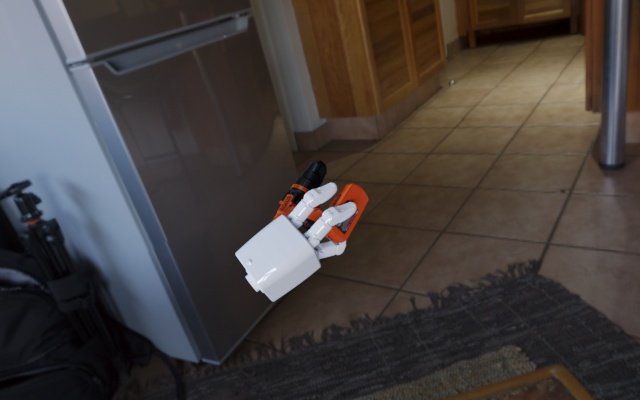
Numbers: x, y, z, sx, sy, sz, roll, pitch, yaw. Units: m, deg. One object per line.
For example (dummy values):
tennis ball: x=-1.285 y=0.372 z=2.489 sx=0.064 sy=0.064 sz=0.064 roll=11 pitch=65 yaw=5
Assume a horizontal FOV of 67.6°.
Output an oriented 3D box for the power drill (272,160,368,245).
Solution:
power drill: x=0.000 y=0.003 z=0.890 sx=0.057 sy=0.184 sz=0.187 roll=40 pitch=-19 yaw=-32
